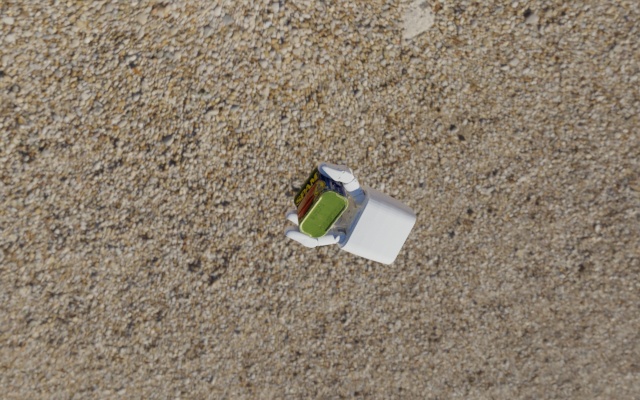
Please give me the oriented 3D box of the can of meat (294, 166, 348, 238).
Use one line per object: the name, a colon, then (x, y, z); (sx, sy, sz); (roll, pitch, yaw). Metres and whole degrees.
can of meat: (0.000, 0.003, 0.815); (0.057, 0.102, 0.084); (26, 27, -22)
